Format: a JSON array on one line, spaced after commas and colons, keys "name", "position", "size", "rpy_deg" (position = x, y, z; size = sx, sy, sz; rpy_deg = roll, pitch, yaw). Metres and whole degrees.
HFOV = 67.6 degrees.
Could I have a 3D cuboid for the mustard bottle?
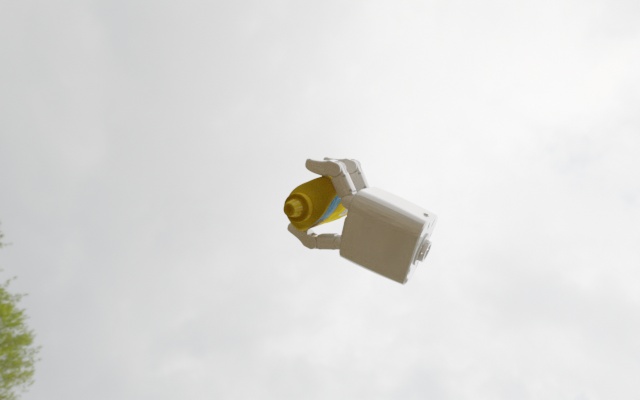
[{"name": "mustard bottle", "position": [0.000, 0.002, 0.722], "size": [0.096, 0.058, 0.191], "rpy_deg": [-47, -14, 23]}]
